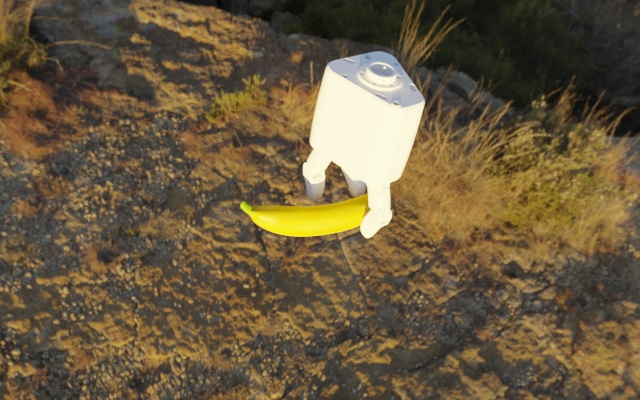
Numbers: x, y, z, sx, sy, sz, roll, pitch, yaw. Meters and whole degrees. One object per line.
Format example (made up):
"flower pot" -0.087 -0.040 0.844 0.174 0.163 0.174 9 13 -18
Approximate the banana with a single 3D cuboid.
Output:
"banana" 0.000 0.015 0.610 0.198 0.037 0.069 -2 45 -11
